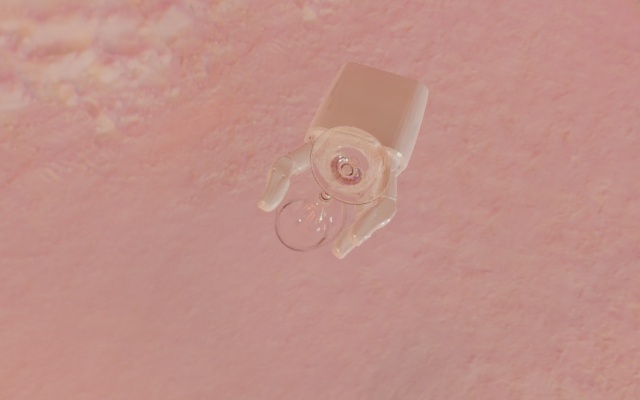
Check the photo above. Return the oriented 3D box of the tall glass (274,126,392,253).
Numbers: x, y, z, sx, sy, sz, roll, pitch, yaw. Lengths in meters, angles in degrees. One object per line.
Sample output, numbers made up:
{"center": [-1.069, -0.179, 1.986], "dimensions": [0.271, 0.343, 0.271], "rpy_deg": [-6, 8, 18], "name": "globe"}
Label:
{"center": [0.000, 0.002, 0.499], "dimensions": [0.079, 0.079, 0.201], "rpy_deg": [0, -20, -17], "name": "tall glass"}
